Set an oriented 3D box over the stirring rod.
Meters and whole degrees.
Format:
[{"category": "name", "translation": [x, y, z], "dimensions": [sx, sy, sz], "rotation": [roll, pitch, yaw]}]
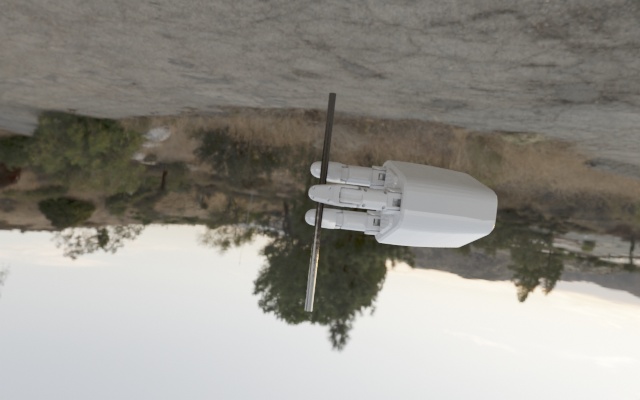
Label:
[{"category": "stirring rod", "translation": [0.000, 0.002, 0.526], "dimensions": [0.011, 0.239, 0.011], "rotation": [6, 0, 0]}]
